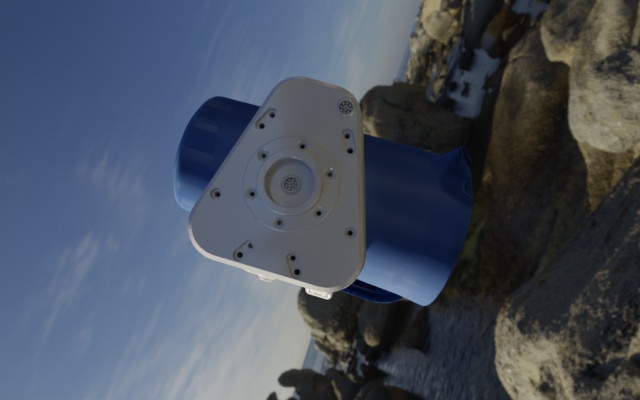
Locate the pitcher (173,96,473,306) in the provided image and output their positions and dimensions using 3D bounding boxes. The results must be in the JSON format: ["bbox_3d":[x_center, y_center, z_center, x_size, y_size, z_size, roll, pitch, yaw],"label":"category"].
[{"bbox_3d":[0.000,0.001,0.432,0.243,0.149,0.145,18,-5,3],"label":"pitcher"}]
